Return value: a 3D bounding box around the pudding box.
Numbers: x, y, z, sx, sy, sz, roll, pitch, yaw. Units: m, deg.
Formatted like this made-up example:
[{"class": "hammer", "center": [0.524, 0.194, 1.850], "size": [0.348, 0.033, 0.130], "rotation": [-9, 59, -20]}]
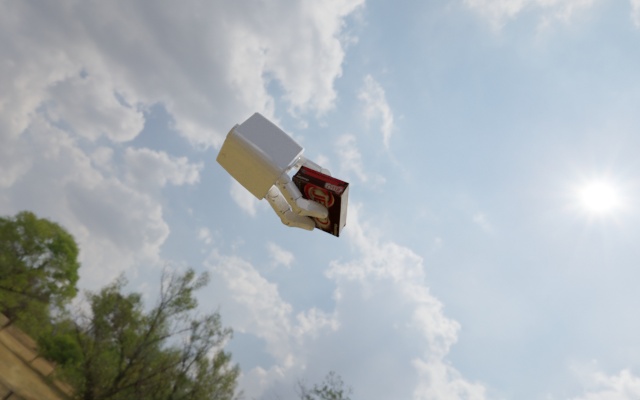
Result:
[{"class": "pudding box", "center": [0.000, 0.003, 0.809], "size": [0.090, 0.039, 0.114], "rotation": [22, -35, 18]}]
